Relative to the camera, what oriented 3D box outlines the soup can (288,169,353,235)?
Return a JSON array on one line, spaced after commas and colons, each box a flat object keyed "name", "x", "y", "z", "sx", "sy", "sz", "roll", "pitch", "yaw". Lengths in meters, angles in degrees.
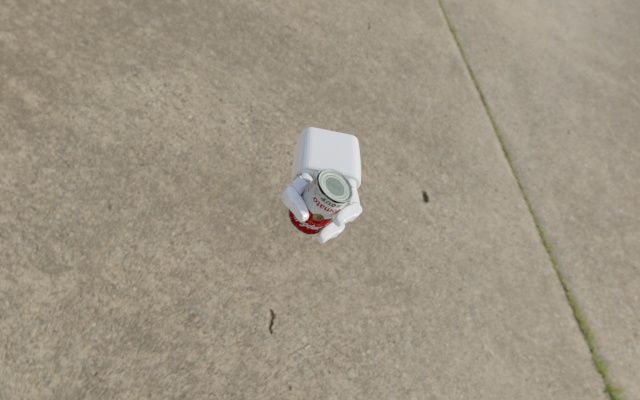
[{"name": "soup can", "x": 0.000, "y": 0.003, "z": 0.788, "sx": 0.068, "sy": 0.068, "sz": 0.102, "roll": 0, "pitch": -32, "yaw": -36}]
